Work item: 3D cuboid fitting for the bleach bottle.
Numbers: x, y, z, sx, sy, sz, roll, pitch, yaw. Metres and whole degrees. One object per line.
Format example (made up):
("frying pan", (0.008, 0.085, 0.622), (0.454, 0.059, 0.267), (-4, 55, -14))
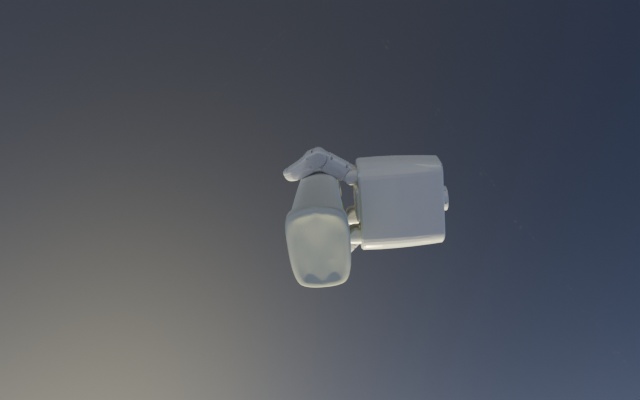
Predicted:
("bleach bottle", (0.000, 0.002, 0.616), (0.068, 0.103, 0.250), (-5, 25, 3))
